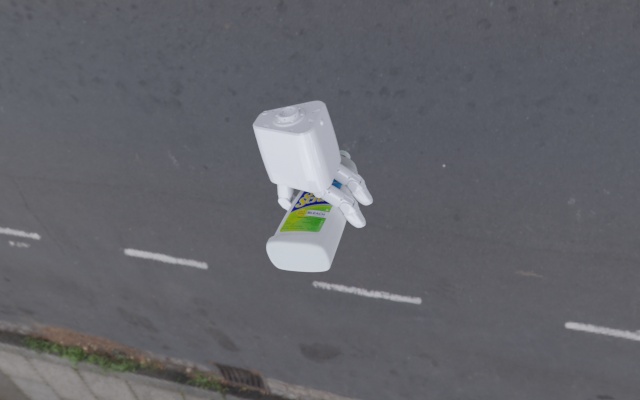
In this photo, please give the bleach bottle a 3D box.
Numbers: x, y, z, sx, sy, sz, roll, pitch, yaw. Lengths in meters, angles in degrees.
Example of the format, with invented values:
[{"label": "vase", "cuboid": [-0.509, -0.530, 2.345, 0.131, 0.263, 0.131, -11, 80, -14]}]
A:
[{"label": "bleach bottle", "cuboid": [0.000, 0.003, 0.795, 0.102, 0.068, 0.250, 1, 42, 20]}]
